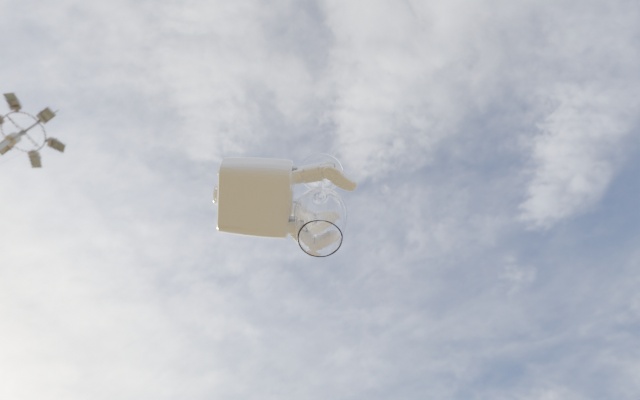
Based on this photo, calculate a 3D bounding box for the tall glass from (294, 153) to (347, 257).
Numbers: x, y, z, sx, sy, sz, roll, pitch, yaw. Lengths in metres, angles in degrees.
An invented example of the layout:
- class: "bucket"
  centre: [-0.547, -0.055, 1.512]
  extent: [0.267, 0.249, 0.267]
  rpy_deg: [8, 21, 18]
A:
- class: "tall glass"
  centre: [0.000, 0.002, 0.727]
  extent: [0.079, 0.079, 0.201]
  rpy_deg: [0, 30, 0]
